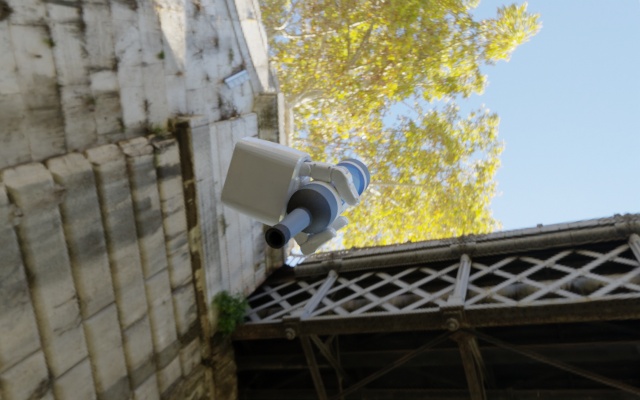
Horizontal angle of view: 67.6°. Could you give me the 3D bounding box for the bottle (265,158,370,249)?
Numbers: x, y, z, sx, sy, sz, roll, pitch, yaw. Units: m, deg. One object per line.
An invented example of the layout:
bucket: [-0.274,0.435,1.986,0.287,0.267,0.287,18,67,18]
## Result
bottle: [0.000,0.002,0.692,0.069,0.069,0.295,0,17,23]
